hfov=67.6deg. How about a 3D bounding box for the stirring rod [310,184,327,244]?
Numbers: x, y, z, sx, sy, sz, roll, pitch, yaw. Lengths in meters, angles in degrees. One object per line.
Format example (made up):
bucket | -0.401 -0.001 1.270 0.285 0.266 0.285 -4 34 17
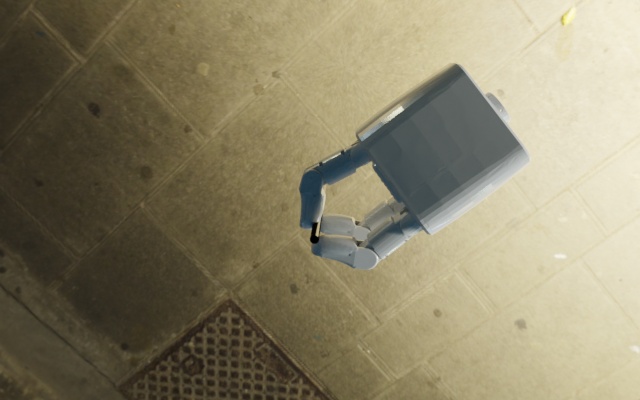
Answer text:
stirring rod | 0.000 0.002 0.526 0.011 0.011 0.239 0 15 3
